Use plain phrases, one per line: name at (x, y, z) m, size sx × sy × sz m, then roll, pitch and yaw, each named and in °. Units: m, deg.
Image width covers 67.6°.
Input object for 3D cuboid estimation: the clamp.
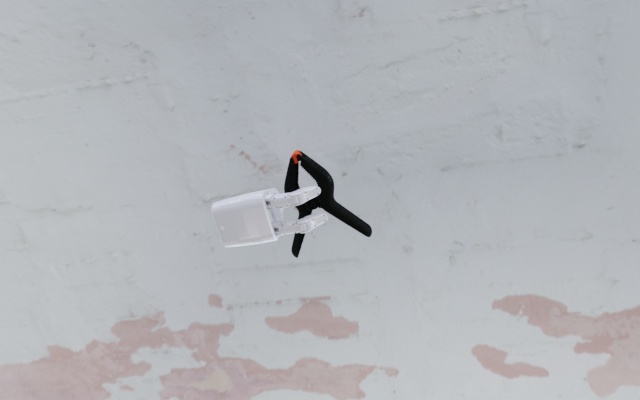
clamp at (0.000, 0.002, 0.900) m, size 0.164 × 0.210 × 0.036 m, roll -11°, pitch 20°, yaw 10°
